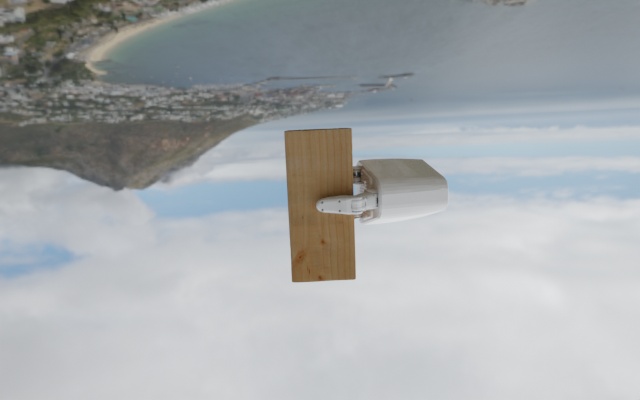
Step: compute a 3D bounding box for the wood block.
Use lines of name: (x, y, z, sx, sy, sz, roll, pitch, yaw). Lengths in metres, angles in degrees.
wood block: (0.001, 0.002, 0.678, 0.090, 0.206, 0.091, -3, 9, 0)
